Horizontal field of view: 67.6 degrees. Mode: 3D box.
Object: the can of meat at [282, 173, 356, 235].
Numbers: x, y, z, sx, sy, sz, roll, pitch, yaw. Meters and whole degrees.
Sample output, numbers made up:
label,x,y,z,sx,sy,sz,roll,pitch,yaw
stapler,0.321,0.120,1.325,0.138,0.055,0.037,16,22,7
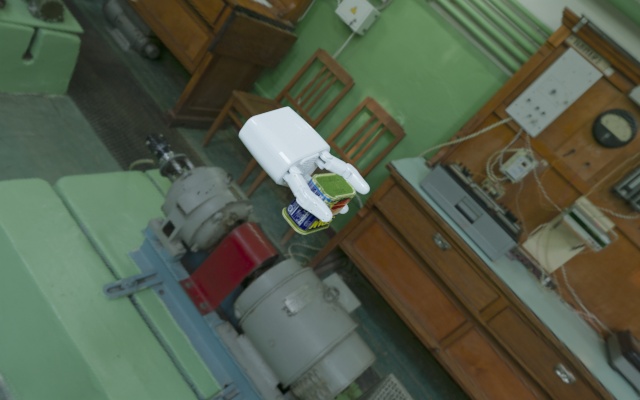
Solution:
label,x,y,z,sx,sy,sz,roll,pitch,yaw
can of meat,0.000,0.002,0.779,0.084,0.057,0.102,-49,-19,26
